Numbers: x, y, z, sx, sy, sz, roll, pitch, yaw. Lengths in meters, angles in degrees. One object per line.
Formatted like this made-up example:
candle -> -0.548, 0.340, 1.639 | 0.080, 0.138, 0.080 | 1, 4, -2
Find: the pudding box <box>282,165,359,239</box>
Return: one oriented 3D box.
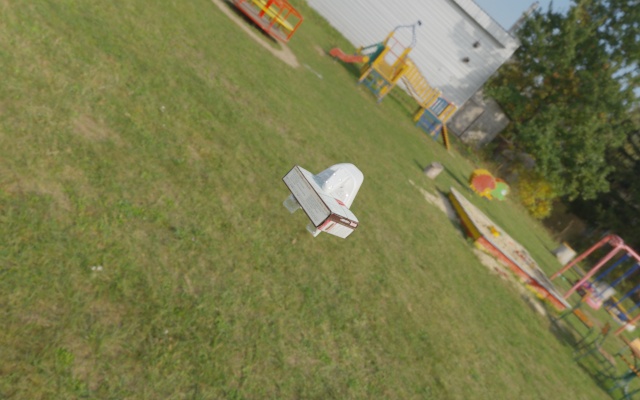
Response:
pudding box -> 0.000, 0.002, 0.752 | 0.090, 0.039, 0.113 | 22, 24, -55
